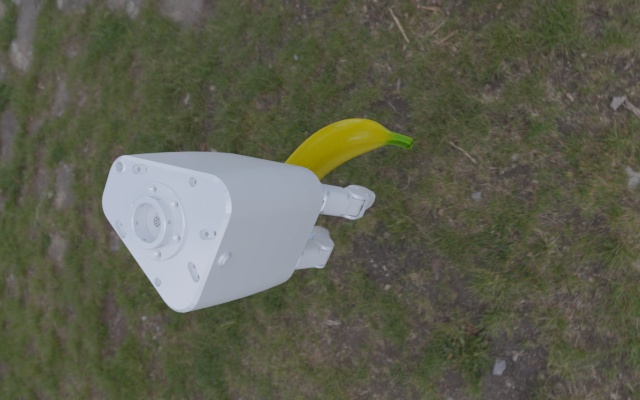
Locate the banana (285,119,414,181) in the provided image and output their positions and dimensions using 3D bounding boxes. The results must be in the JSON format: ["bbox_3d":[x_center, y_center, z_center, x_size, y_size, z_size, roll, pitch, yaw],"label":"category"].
[{"bbox_3d":[-0.009,-0.015,0.455,0.198,0.069,0.037,-41,-9,23],"label":"banana"}]
